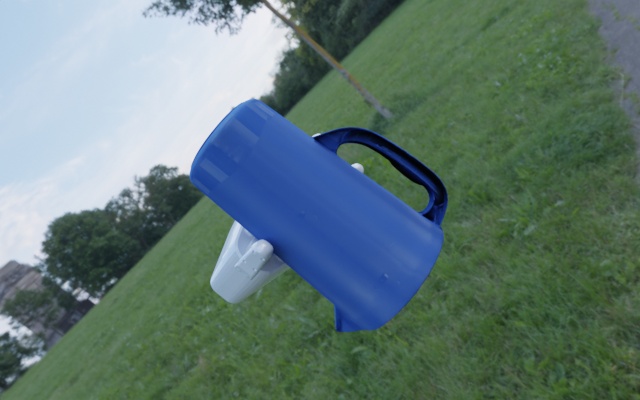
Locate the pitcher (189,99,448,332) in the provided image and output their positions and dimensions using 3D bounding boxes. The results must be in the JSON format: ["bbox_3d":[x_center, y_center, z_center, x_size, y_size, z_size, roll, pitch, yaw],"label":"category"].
[{"bbox_3d":[0.000,0.002,0.488,0.145,0.243,0.149,-48,6,47],"label":"pitcher"}]
